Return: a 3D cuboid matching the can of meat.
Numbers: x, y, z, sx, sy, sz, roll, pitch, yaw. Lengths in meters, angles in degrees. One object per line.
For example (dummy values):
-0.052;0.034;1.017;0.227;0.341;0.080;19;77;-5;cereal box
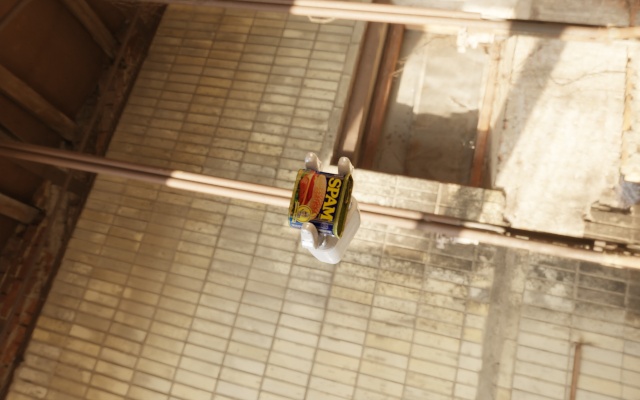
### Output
0.000;0.003;0.761;0.084;0.102;0.057;10;-15;15;can of meat
